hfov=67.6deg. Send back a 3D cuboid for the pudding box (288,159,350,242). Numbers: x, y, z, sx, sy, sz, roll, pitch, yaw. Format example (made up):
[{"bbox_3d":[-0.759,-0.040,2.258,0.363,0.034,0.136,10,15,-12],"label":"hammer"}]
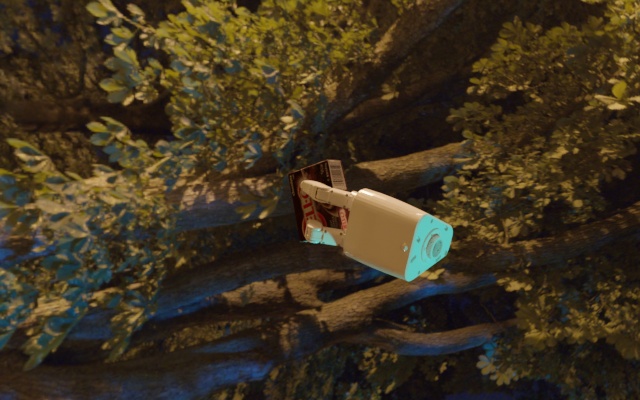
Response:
[{"bbox_3d":[0.000,0.002,0.729,0.090,0.113,0.039,-16,-9,42],"label":"pudding box"}]
